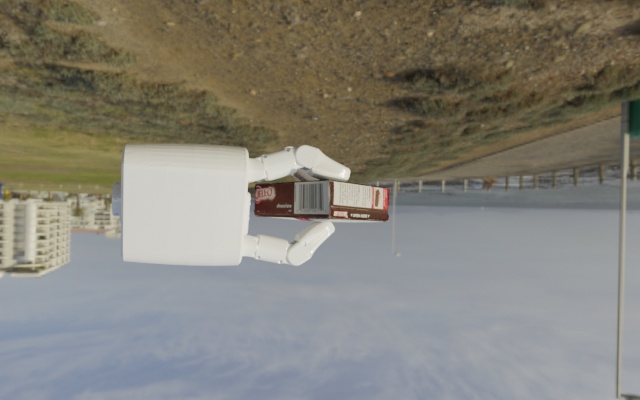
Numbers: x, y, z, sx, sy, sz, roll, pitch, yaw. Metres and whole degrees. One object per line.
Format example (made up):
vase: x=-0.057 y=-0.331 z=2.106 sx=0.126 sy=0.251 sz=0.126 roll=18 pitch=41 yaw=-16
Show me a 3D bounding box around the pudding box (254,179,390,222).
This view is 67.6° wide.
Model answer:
pudding box: x=0.000 y=0.002 z=0.489 sx=0.090 sy=0.039 sz=0.113 roll=4 pitch=-2 yaw=-45
